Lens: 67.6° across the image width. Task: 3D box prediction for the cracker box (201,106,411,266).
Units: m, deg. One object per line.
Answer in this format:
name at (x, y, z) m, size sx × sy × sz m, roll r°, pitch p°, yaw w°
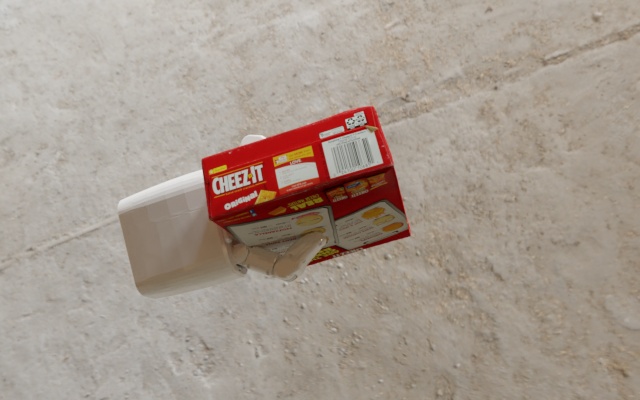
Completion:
cracker box at (0.000, 0.002, 0.498) m, size 0.164 × 0.072 × 0.214 m, roll -17°, pitch -23°, yaw 8°
